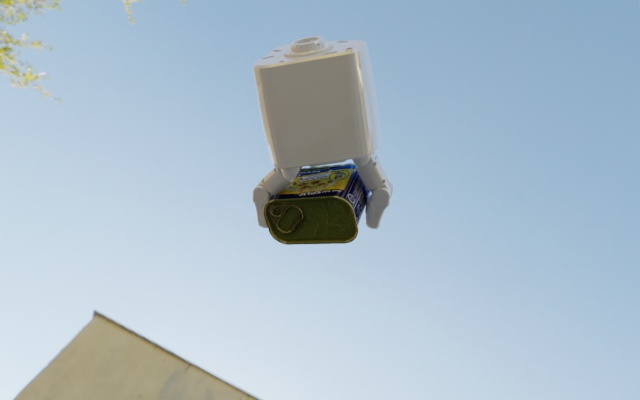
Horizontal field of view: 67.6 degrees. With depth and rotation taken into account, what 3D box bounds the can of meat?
[{"bbox_3d":[0.000,0.002,0.534,0.102,0.057,0.084,-4,30,21],"label":"can of meat"}]
